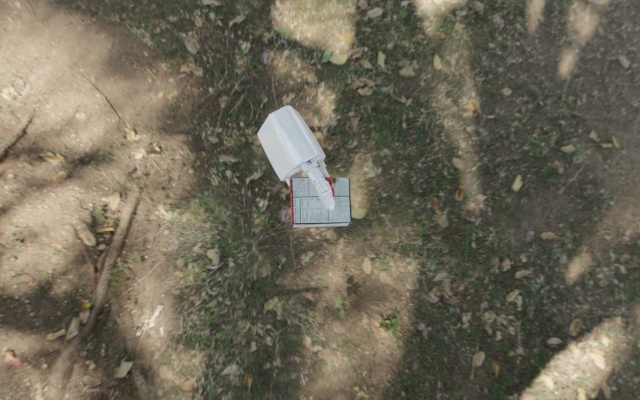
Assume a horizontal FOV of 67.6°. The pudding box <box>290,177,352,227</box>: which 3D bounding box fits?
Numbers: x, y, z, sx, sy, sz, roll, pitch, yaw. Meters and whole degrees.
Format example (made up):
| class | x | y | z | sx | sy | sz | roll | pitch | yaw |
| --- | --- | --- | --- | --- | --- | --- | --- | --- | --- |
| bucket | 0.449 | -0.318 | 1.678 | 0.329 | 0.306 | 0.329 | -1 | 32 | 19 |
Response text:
| class | x | y | z | sx | sy | sz | roll | pitch | yaw |
| --- | --- | --- | --- | --- | --- | --- | --- | --- | --- |
| pudding box | 0.000 | 0.003 | 0.887 | 0.113 | 0.090 | 0.039 | -1 | -10 | -6 |
